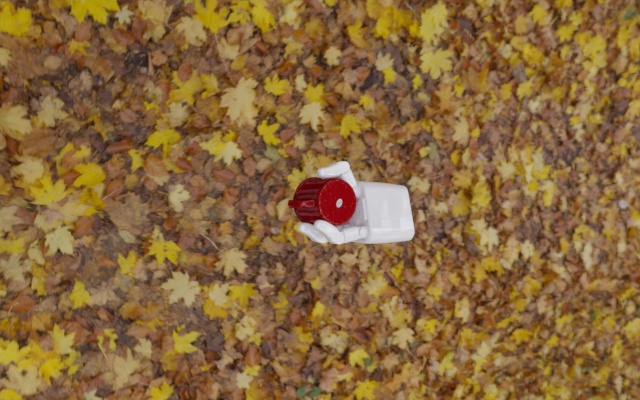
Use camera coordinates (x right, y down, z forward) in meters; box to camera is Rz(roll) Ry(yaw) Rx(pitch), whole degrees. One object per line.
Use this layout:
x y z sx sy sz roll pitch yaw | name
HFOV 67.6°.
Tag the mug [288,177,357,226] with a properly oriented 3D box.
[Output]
-0.001 0.003 0.840 0.117 0.093 0.081 0 0 -31 | mug
